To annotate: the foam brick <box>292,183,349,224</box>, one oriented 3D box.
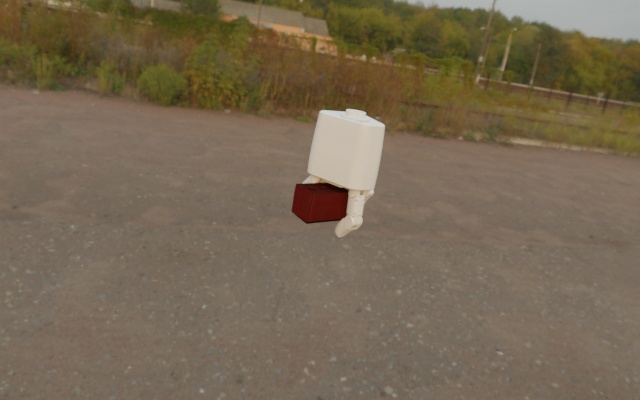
[{"bbox_3d":[0.000,0.003,0.781,0.078,0.051,0.053,-4,23,-35],"label":"foam brick"}]
